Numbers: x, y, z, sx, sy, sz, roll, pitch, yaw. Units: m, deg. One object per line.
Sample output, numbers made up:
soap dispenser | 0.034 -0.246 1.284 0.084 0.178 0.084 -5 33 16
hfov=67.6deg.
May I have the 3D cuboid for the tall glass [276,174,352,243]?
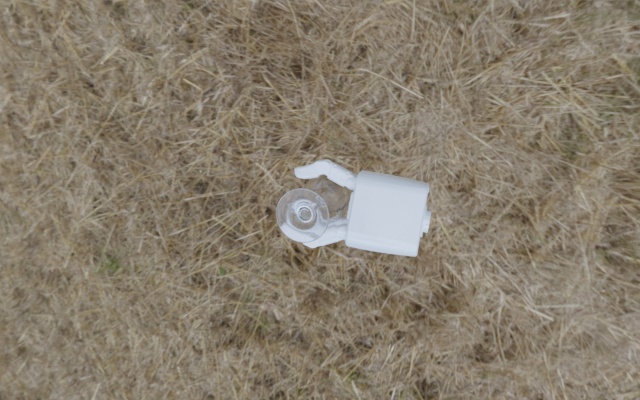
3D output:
tall glass | 0.000 0.002 0.732 0.079 0.079 0.201 0 11 14
